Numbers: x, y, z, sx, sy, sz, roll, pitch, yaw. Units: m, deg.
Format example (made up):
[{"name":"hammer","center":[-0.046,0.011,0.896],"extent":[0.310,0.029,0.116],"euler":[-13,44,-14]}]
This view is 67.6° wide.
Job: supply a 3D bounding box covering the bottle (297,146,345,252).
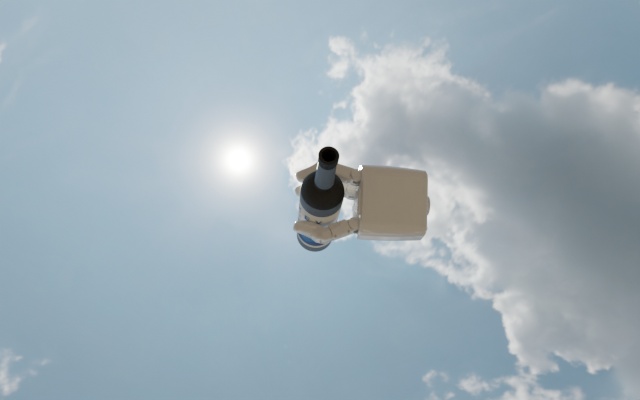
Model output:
[{"name":"bottle","center":[0.000,0.003,0.742],"extent":[0.069,0.069,0.296],"euler":[0,-24,-5]}]
